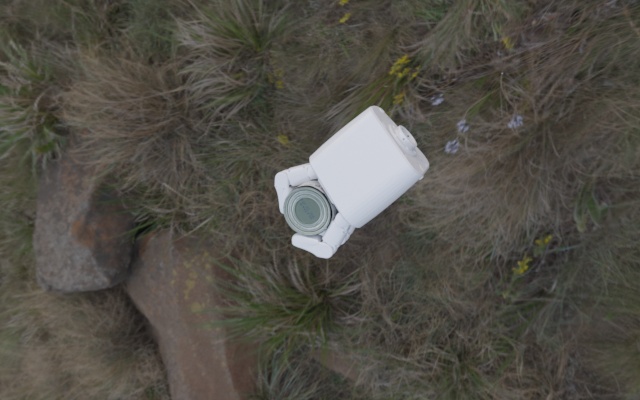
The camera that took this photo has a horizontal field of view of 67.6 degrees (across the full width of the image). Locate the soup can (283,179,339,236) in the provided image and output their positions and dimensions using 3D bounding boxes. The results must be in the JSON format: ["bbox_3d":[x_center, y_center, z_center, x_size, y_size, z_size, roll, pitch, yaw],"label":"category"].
[{"bbox_3d":[0.000,0.002,0.647,0.068,0.068,0.102,0,14,21],"label":"soup can"}]
